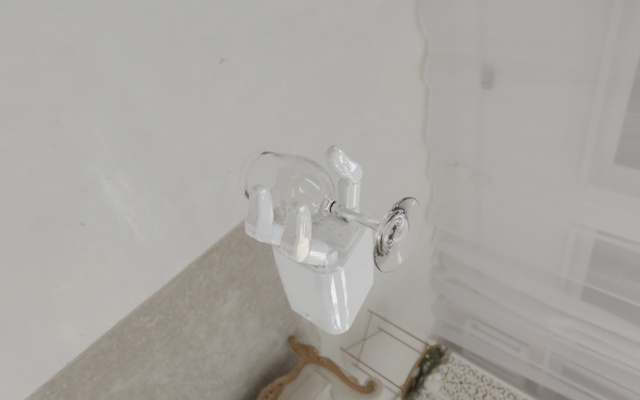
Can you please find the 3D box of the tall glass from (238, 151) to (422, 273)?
[{"bbox_3d":[0.001,0.002,0.498,0.201,0.079,0.079,23,15,38],"label":"tall glass"}]
